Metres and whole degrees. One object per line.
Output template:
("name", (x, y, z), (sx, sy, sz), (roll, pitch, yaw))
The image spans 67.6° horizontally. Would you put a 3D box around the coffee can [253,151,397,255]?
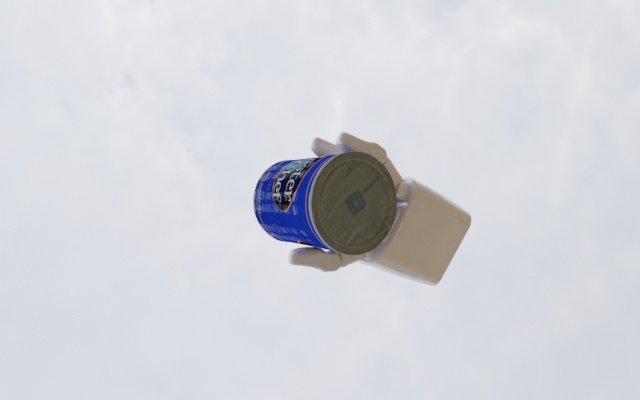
("coffee can", (0.000, 0.002, 0.527), (0.103, 0.103, 0.140), (0, 1, -31))
